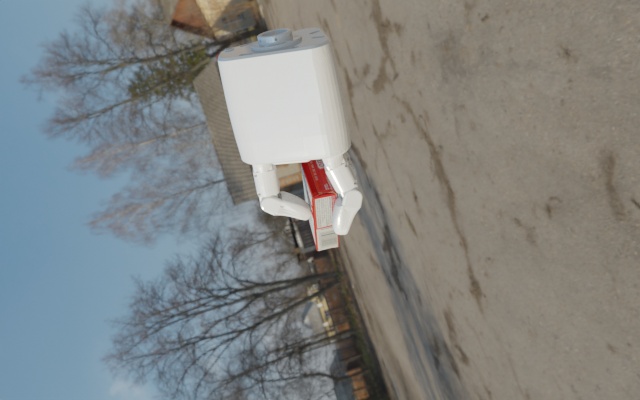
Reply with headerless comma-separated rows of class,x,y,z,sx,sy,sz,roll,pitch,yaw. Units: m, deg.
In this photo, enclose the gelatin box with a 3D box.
gelatin box,0.000,0.002,0.556,0.030,0.089,0.073,-10,43,-7
